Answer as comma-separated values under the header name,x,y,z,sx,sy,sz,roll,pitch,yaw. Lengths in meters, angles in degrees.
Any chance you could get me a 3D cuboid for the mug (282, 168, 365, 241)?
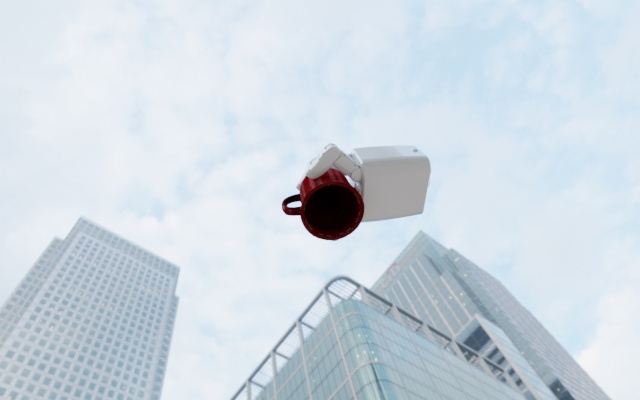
name,x,y,z,sx,sy,sz,roll,pitch,yaw
mug,-0.001,0.003,0.714,0.117,0.093,0.081,-9,24,-4
